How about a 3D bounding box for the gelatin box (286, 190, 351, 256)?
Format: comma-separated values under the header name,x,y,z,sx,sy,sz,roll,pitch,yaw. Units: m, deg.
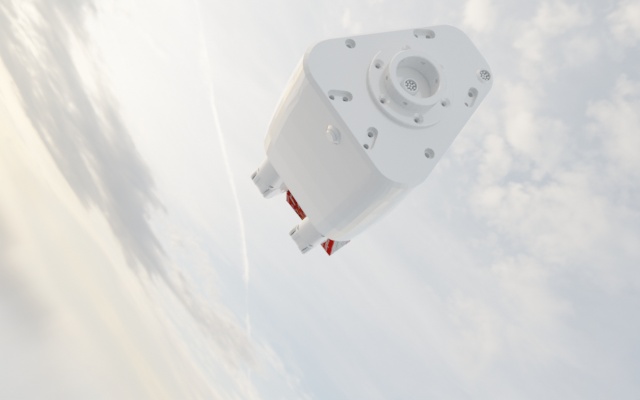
name,x,y,z,sx,sy,sz,roll,pitch,yaw
gelatin box,0.000,0.001,0.431,0.030,0.073,0.089,-33,-19,-18
